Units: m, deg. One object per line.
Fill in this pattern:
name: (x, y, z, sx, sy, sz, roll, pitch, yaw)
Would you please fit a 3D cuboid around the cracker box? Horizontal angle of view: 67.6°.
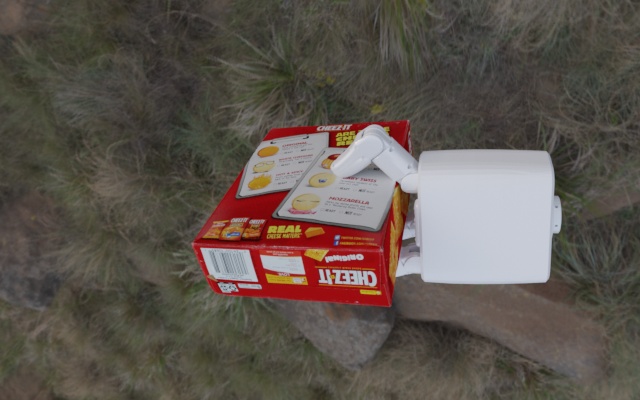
cracker box: (0.000, 0.001, 0.470, 0.164, 0.072, 0.213, 0, 35, 17)
